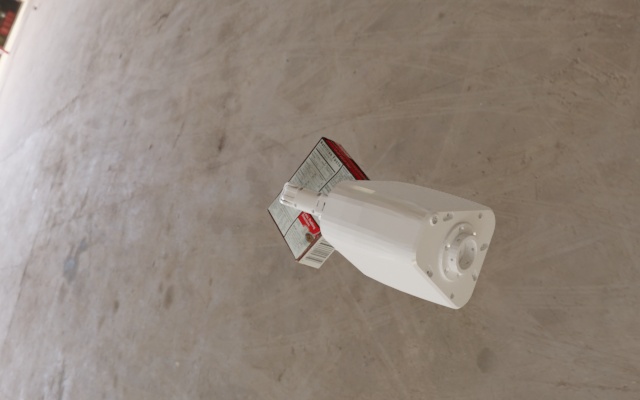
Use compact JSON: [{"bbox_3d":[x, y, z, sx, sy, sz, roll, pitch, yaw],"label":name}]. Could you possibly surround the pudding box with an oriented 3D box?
[{"bbox_3d":[0.000,0.002,0.515,0.039,0.113,0.090,23,25,-44],"label":"pudding box"}]
